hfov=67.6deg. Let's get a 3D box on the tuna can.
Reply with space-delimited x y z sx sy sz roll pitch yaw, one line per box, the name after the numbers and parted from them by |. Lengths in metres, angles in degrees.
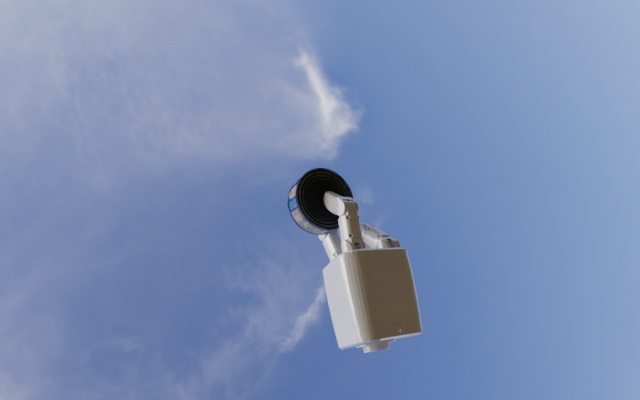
0.000 0.002 0.640 0.086 0.086 0.034 0 -18 -29 | tuna can
